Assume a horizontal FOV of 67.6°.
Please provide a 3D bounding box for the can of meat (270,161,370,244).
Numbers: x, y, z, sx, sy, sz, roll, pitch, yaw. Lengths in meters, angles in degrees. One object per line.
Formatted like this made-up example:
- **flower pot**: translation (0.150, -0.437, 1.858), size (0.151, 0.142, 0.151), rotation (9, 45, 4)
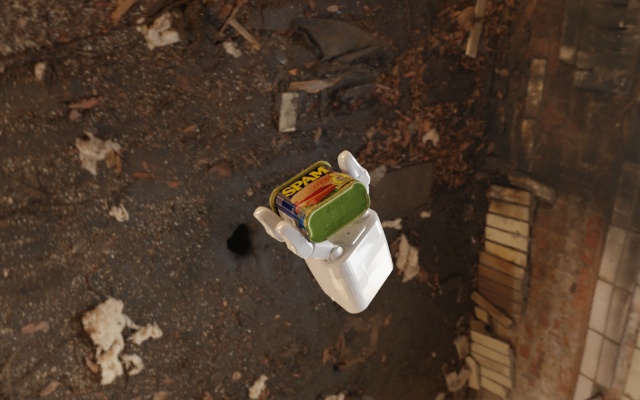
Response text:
- **can of meat**: translation (0.000, 0.002, 0.614), size (0.102, 0.057, 0.084), rotation (-33, 36, -21)
